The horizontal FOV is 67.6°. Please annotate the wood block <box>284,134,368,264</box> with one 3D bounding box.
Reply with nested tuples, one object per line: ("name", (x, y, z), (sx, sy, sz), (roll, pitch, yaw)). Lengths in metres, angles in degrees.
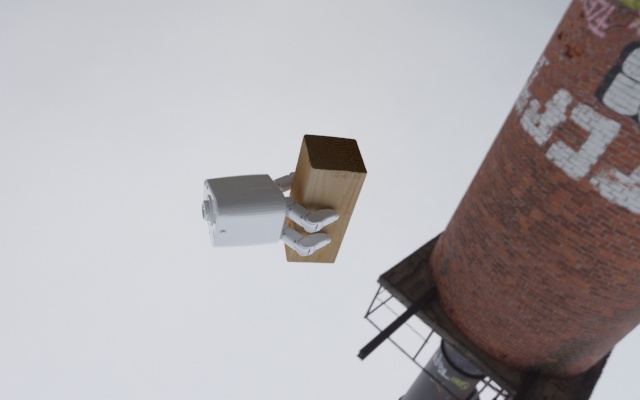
("wood block", (0.000, 0.002, 0.794), (0.090, 0.206, 0.090), (3, 42, -16))
